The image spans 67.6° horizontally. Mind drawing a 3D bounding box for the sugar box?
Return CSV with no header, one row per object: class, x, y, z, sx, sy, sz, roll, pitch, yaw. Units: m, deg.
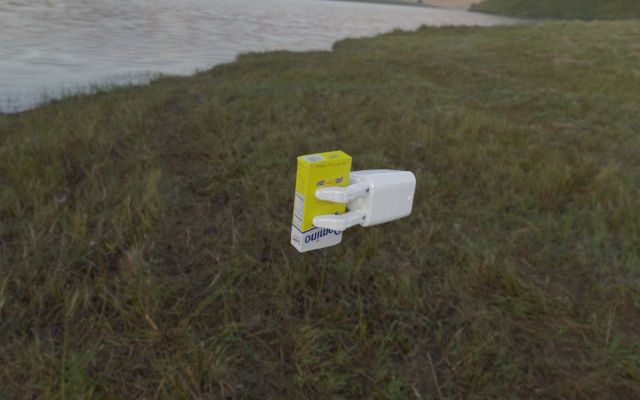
sugar box,0.001,0.003,0.866,0.093,0.176,0.048,-11,27,-30
